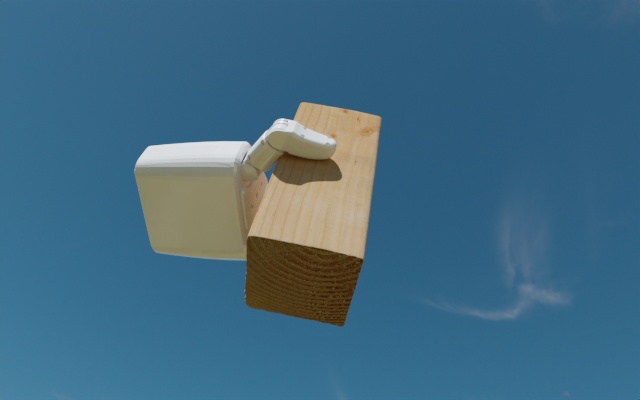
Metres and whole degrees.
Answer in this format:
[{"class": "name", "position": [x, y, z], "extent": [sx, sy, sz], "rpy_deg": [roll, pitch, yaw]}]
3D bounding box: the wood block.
[{"class": "wood block", "position": [0.000, 0.001, 0.455], "extent": [0.090, 0.091, 0.206], "rpy_deg": [11, 41, 2]}]
